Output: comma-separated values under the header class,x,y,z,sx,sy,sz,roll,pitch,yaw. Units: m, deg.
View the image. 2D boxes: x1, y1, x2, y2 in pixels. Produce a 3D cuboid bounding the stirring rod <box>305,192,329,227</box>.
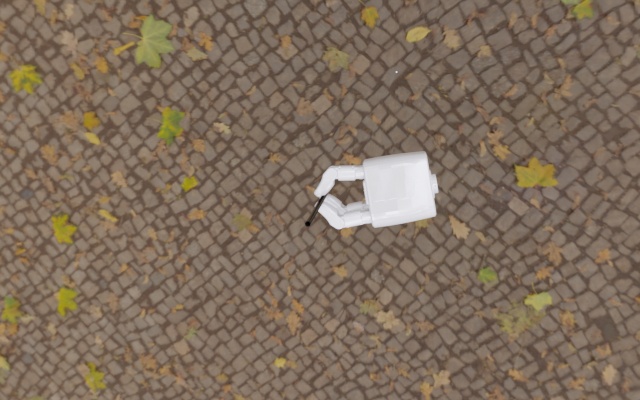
class,x,y,z,sx,sy,sz,roll,pitch,yaw
stirring rod,0.000,0.003,0.794,0.011,0.011,0.239,0,15,9
